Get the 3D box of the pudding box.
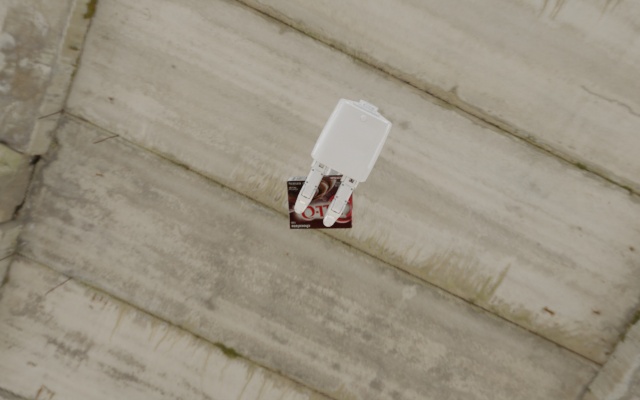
[{"bbox_3d":[0.000,0.003,0.834,0.113,0.090,0.039,-1,18,7],"label":"pudding box"}]
